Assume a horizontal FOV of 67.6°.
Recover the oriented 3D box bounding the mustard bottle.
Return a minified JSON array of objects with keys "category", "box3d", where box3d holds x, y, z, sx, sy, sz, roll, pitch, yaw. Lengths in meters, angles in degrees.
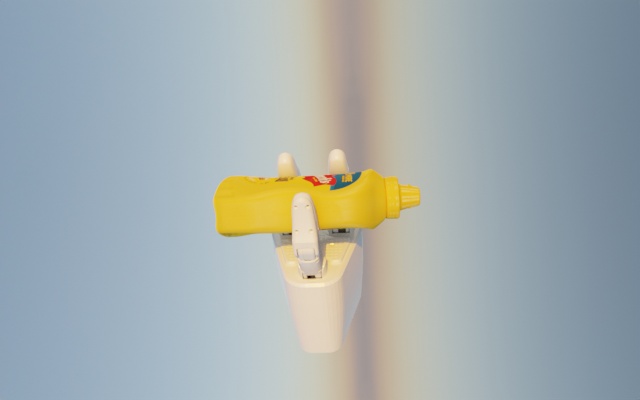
[{"category":"mustard bottle","box3d":[0.000,0.001,0.467,0.191,0.058,0.096,-3,9,5]}]
